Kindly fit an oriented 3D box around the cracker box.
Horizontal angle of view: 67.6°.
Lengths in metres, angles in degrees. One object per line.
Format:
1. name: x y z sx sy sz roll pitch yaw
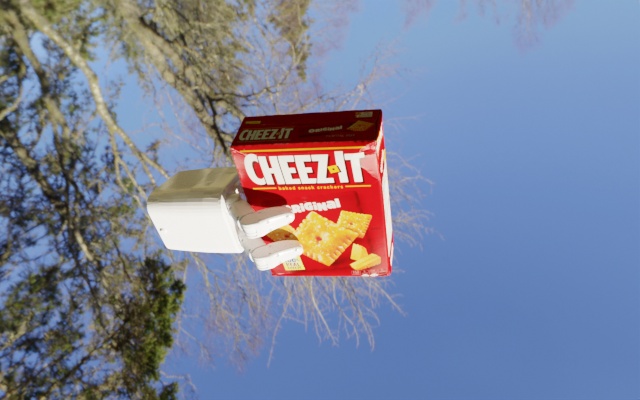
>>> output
1. cracker box: 0.000 0.002 0.584 0.164 0.214 0.072 -1 41 13
